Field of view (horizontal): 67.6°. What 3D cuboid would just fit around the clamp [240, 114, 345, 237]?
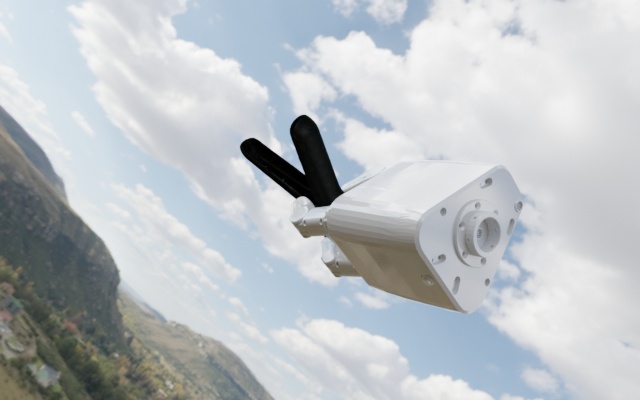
[{"bbox_3d":[0.001,0.002,0.510,0.036,0.210,0.164,-45,24,-19],"label":"clamp"}]
